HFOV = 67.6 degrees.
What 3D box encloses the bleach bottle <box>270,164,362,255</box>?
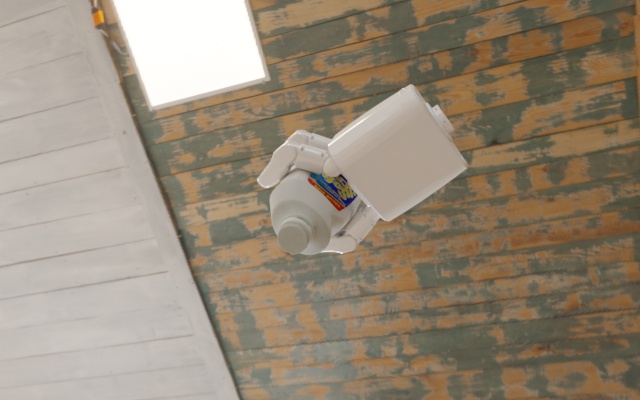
[{"bbox_3d":[0.000,0.002,0.549,0.068,0.102,0.250,-35,10,19],"label":"bleach bottle"}]
